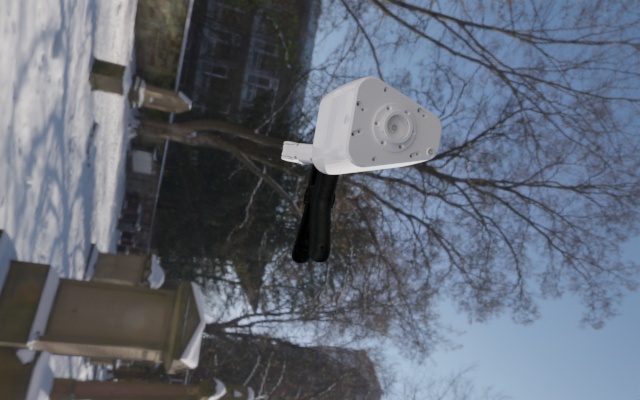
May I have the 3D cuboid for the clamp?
[{"bbox_3d":[0.001,0.002,0.601,0.039,0.171,0.120,11,-1,-19],"label":"clamp"}]
